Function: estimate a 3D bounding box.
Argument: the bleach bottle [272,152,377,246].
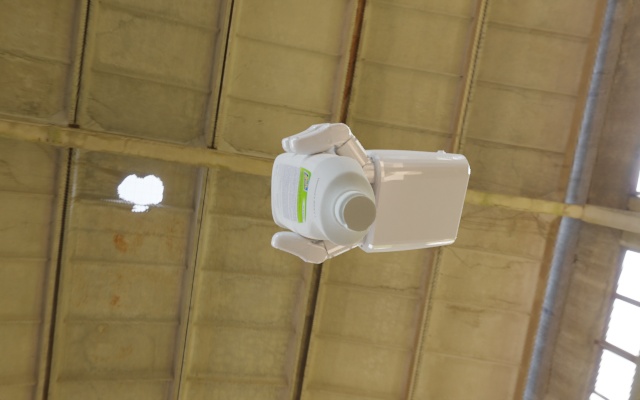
[{"bbox_3d":[0.000,0.002,0.493,0.068,0.102,0.251,-3,9,-14],"label":"bleach bottle"}]
